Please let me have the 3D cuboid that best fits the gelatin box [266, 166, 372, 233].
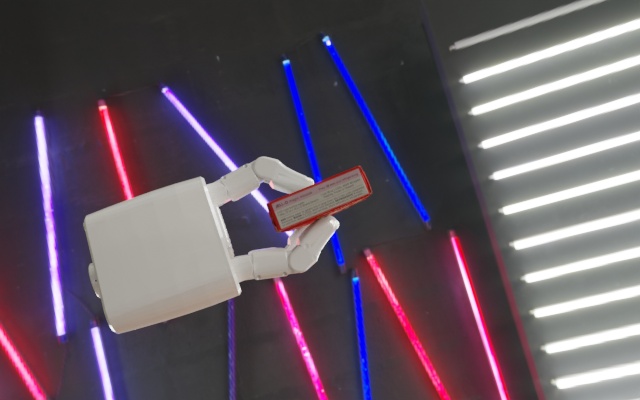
[{"bbox_3d":[0.000,0.001,0.437,0.089,0.030,0.073,-23,-4,1],"label":"gelatin box"}]
